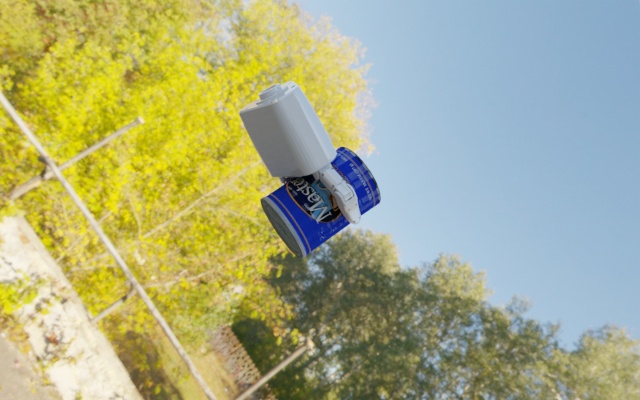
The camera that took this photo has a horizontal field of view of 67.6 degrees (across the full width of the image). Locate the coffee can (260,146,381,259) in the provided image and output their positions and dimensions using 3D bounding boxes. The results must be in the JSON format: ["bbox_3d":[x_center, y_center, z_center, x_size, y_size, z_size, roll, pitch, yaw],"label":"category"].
[{"bbox_3d":[0.000,0.002,0.684,0.140,0.103,0.103,-34,10,-15],"label":"coffee can"}]
